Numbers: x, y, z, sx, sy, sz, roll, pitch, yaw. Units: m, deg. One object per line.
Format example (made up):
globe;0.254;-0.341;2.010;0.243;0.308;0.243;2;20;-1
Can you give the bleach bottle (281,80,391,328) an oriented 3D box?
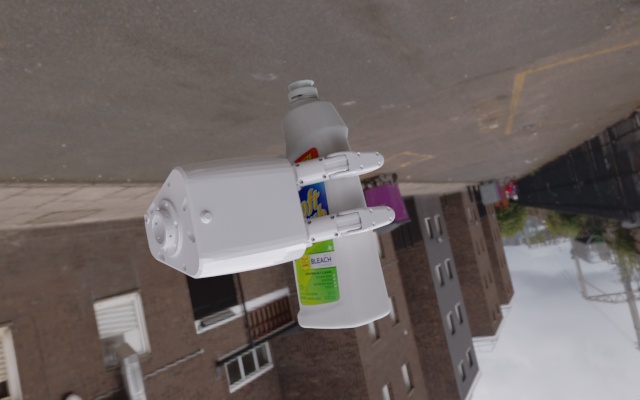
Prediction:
bleach bottle;0.000;0.002;0.501;0.068;0.251;0.102;-9;-5;-41
